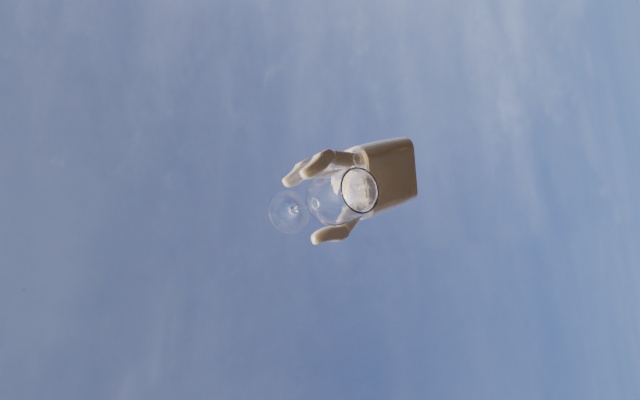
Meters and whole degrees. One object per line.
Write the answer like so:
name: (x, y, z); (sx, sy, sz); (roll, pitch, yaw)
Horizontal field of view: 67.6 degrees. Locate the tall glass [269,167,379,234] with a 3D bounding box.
tall glass: (0.000, 0.003, 0.705); (0.079, 0.079, 0.201); (0, -9, -32)
